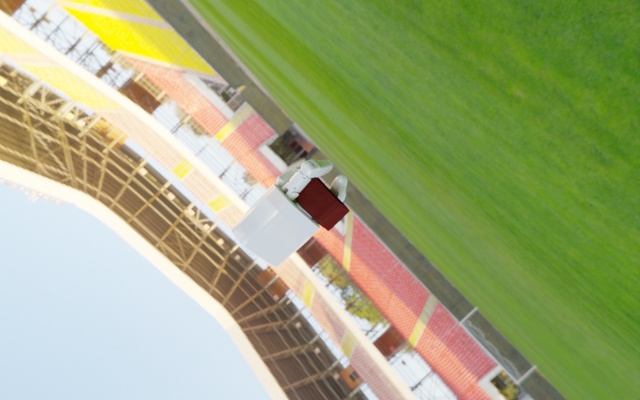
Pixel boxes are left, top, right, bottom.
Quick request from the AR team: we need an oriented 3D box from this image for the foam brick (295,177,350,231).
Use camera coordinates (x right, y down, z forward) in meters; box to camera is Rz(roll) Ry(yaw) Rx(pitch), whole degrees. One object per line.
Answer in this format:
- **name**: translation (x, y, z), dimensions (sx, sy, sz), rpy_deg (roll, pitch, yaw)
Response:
- **foam brick**: translation (0.000, 0.003, 0.777), dimensions (0.078, 0.051, 0.053), rpy_deg (47, 2, 27)
